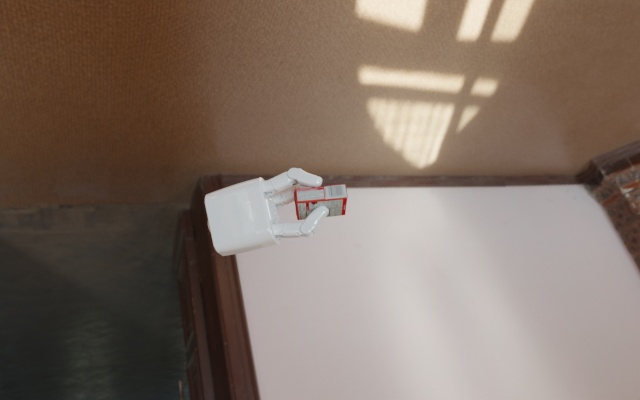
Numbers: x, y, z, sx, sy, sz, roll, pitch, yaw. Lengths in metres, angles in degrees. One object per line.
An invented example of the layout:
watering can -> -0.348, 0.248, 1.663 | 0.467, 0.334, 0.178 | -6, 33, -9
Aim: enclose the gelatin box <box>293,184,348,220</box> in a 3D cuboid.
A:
gelatin box -> 0.001, 0.003, 0.822 | 0.089, 0.030, 0.073 | -5, -25, -2
